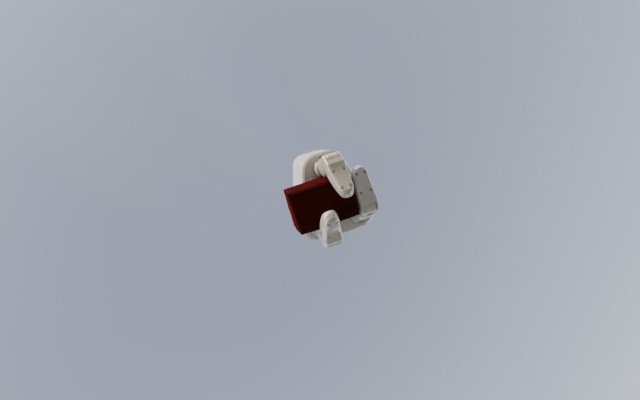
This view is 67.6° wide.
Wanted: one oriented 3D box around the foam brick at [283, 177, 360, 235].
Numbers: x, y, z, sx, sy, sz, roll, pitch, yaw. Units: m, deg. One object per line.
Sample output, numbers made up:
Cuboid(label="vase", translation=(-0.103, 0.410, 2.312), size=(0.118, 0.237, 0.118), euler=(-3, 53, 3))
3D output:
Cuboid(label="foam brick", translation=(0.000, 0.002, 0.581), size=(0.078, 0.053, 0.051), euler=(-18, 11, -10))
